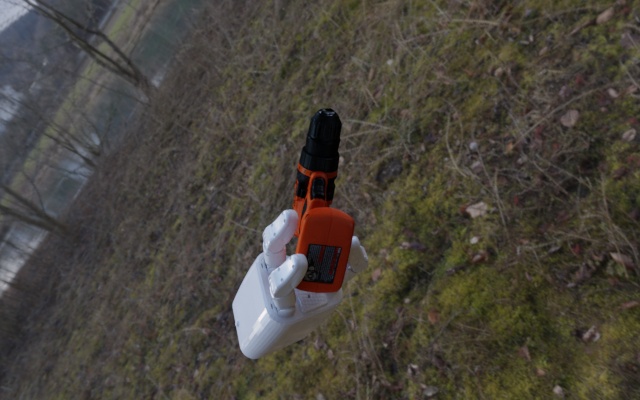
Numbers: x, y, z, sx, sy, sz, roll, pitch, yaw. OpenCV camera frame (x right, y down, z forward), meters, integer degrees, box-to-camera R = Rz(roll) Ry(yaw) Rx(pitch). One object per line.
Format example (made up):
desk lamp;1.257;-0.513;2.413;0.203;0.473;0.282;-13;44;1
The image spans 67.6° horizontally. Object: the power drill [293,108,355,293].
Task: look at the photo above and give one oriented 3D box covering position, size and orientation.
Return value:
power drill;0.000;0.002;0.566;0.057;0.184;0.187;6;28;-6
